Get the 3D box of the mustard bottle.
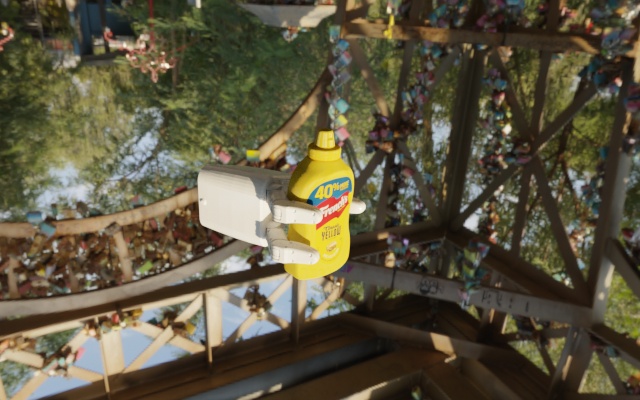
[{"bbox_3d":[0.000,0.002,0.614,0.096,0.192,0.058,-16,30,-37],"label":"mustard bottle"}]
